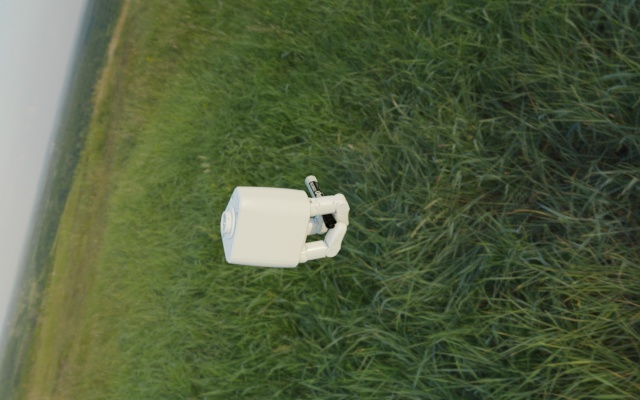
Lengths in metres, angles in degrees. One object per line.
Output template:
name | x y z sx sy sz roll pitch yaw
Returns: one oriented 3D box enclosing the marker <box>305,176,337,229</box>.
marker | 0.000 0.002 0.757 0.020 0.020 0.121 0 38 -21
